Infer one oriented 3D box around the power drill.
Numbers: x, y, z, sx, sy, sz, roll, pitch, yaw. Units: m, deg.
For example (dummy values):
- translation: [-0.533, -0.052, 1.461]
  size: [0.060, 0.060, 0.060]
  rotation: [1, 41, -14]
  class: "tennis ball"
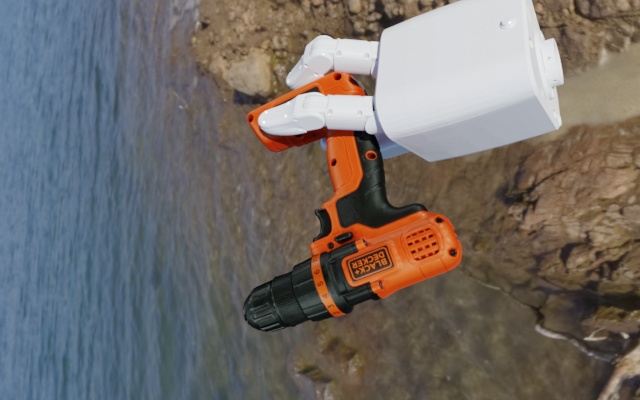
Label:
- translation: [0.000, 0.001, 0.402]
  size: [0.184, 0.187, 0.057]
  rotation: [-22, -16, 12]
  class: "power drill"
